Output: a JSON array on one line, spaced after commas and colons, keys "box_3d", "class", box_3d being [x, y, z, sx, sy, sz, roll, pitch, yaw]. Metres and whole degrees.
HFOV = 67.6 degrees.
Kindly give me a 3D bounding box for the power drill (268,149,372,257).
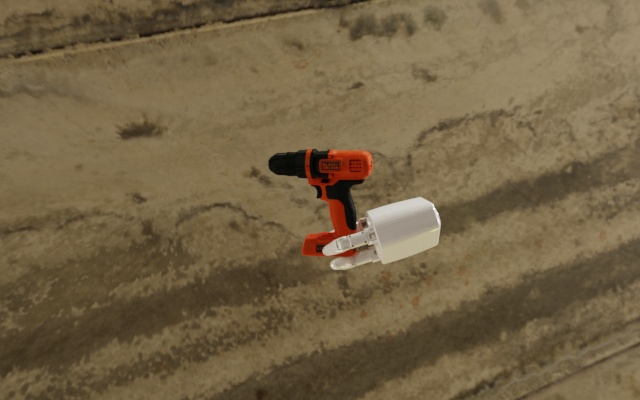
[{"box_3d": [0.000, 0.003, 0.839, 0.184, 0.188, 0.057, 1, 14, 16], "class": "power drill"}]
